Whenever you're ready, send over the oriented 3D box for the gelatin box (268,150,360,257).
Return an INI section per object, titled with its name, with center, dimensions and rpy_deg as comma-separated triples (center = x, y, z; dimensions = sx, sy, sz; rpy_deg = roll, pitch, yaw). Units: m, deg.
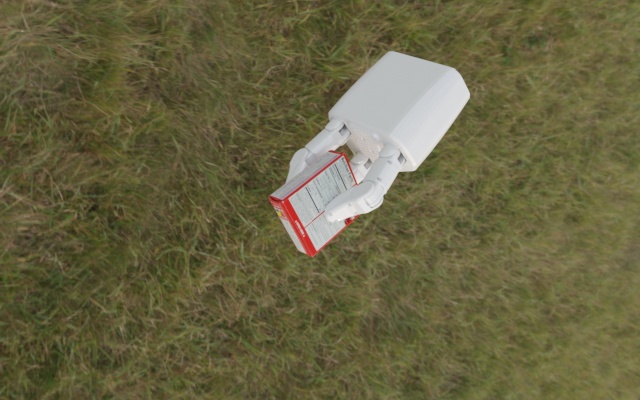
[gelatin box]
center = 0.000, 0.002, 0.494
dimensions = 0.089, 0.073, 0.030
rpy_deg = -40, 32, -23
